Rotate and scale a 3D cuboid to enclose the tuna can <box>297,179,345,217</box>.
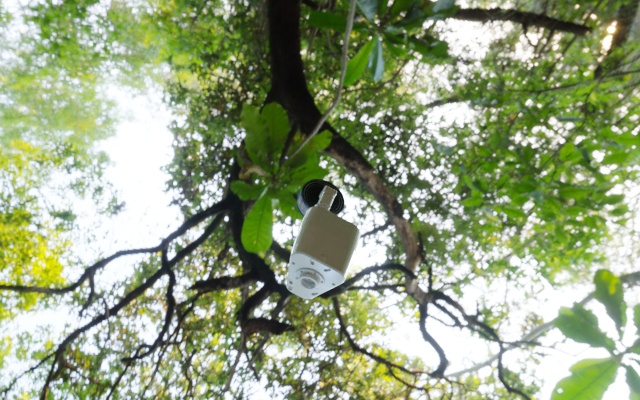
[{"bbox_3d":[0.000,0.003,0.891,0.086,0.086,0.034,0,-37,-26],"label":"tuna can"}]
